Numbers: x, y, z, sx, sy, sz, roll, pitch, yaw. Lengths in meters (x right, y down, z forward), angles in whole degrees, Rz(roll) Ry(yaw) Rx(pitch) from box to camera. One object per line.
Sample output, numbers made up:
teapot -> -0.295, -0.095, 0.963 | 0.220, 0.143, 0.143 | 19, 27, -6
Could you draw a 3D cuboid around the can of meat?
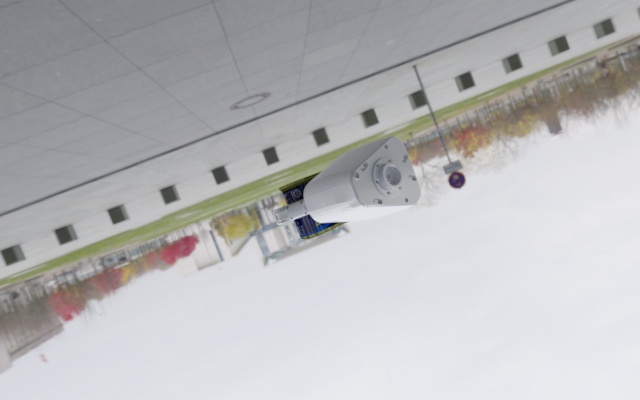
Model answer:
can of meat -> 0.000, 0.003, 0.706 | 0.102, 0.084, 0.057 | -23, 3, -38
